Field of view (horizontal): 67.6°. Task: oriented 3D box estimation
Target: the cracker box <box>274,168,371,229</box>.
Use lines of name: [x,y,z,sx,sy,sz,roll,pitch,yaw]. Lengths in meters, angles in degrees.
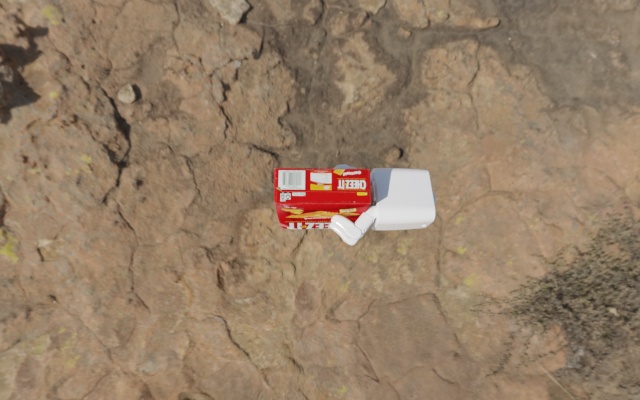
cracker box: [0.000,0.003,0.892,0.164,0.072,0.214,0,-15,-2]
